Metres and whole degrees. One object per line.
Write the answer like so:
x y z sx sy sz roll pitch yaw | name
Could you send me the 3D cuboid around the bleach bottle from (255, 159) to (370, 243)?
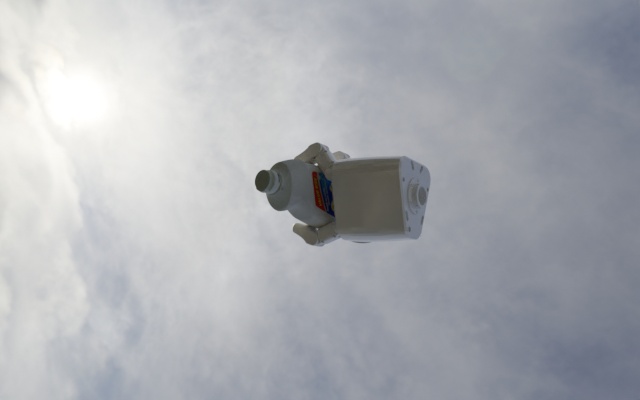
0.000 0.002 0.711 0.068 0.102 0.251 -3 -11 37 | bleach bottle
